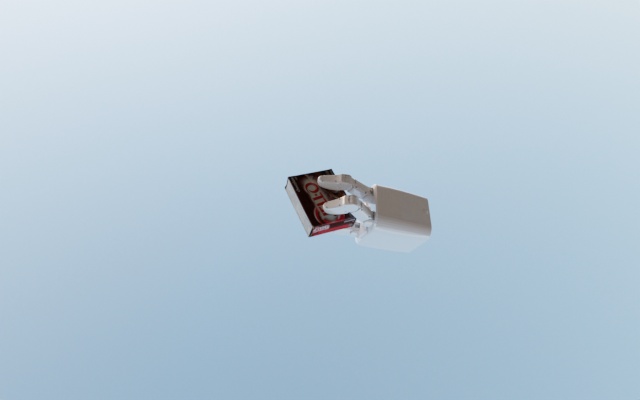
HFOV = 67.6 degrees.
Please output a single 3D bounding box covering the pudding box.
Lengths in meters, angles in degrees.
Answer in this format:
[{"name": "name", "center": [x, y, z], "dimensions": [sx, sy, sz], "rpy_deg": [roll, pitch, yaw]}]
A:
[{"name": "pudding box", "center": [0.000, 0.003, 0.831], "dimensions": [0.090, 0.113, 0.039], "rpy_deg": [-12, -34, -28]}]
